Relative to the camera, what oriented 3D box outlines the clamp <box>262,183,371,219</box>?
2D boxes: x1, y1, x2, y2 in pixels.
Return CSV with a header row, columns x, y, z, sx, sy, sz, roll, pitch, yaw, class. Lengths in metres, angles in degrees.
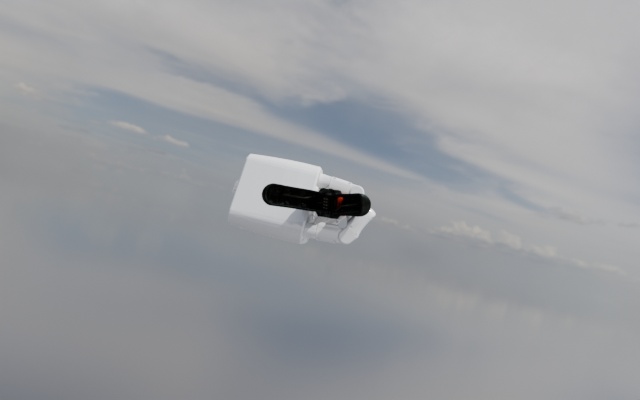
x,y,z,sx,sy,sz,roll,pitch,yaw,class
0.000,0.001,0.581,0.120,0.039,0.171,13,-3,6,clamp
